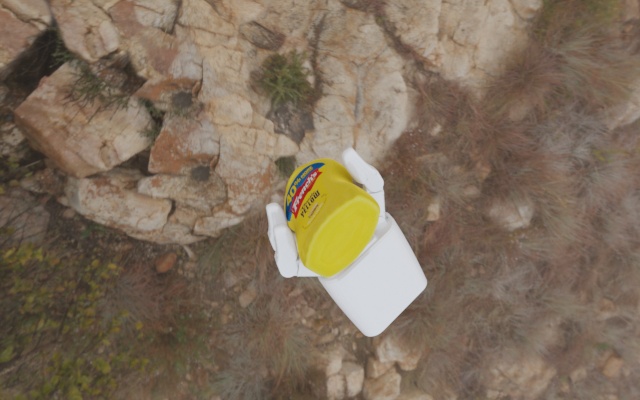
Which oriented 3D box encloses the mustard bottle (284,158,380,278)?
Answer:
[{"bbox_3d":[0.000,0.002,0.553,0.058,0.096,0.191,29,13,-24],"label":"mustard bottle"}]
